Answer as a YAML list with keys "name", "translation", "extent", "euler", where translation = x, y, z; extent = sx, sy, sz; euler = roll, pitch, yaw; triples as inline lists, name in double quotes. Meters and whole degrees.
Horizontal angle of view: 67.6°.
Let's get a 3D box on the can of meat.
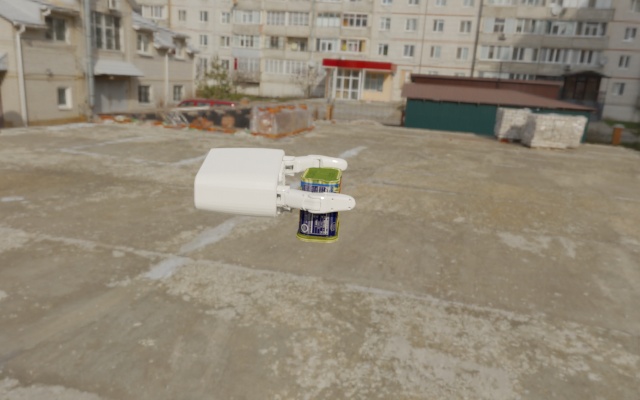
- name: "can of meat"
  translation: [0.000, 0.002, 0.660]
  extent: [0.057, 0.084, 0.102]
  euler: [4, 14, 4]
